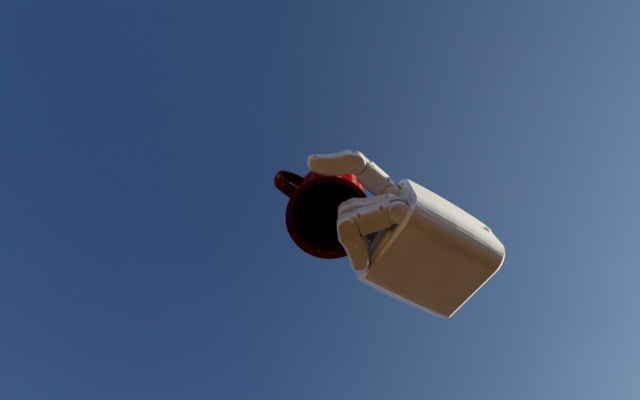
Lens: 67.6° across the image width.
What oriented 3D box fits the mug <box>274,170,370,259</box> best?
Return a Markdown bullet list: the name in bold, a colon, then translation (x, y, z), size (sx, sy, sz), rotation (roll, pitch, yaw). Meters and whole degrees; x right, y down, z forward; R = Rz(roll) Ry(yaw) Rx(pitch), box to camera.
- **mug**: translation (-0.001, 0.001, 0.539), size (0.117, 0.093, 0.081), rotation (29, 16, -7)
